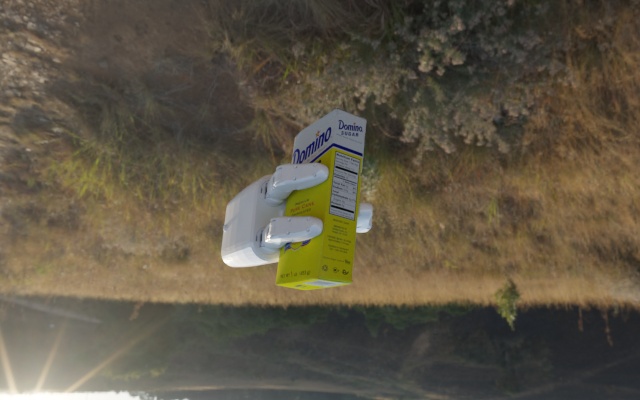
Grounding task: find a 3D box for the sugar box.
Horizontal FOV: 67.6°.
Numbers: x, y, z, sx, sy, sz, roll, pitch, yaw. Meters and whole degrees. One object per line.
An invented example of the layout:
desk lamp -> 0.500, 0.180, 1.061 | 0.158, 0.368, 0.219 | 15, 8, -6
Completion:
sugar box -> 0.000, 0.002, 0.502 | 0.048, 0.176, 0.093 | 13, -19, -29
